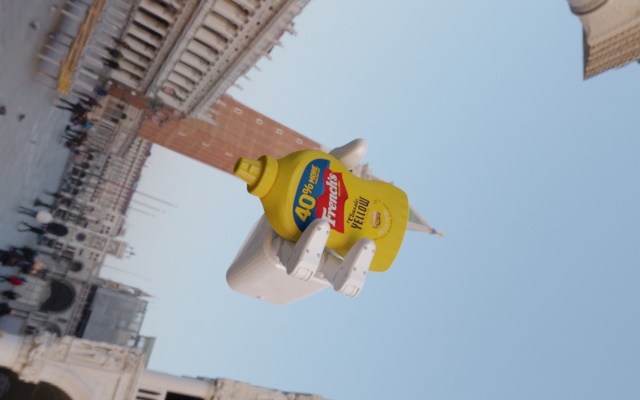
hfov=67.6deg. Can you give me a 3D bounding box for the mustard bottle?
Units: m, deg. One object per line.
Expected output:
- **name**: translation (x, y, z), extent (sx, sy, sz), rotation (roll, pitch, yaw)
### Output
- **mustard bottle**: translation (0.000, 0.002, 0.489), extent (0.192, 0.096, 0.058), rotation (24, -13, -26)
